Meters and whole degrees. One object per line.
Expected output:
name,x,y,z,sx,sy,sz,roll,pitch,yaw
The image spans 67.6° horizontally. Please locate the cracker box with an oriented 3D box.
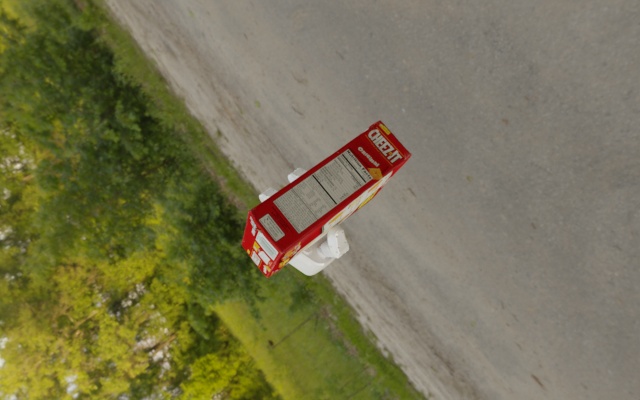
cracker box,0.000,0.002,0.641,0.213,0.072,0.164,-37,-8,-20
